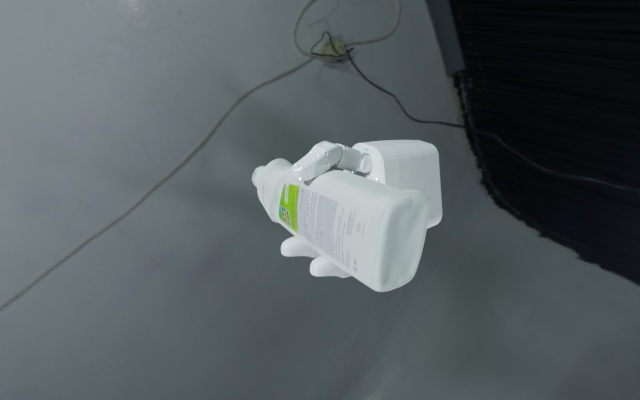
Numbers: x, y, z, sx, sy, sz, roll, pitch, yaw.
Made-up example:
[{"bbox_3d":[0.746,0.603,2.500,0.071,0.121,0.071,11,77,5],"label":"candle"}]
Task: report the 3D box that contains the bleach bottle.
[{"bbox_3d":[0.000,0.002,0.530,0.068,0.103,0.250,-9,25,-37],"label":"bleach bottle"}]
